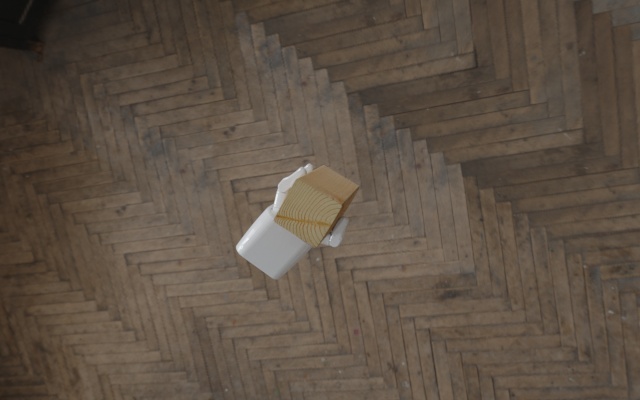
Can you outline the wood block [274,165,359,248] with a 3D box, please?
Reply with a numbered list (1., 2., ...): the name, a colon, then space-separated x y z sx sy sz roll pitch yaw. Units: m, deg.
1. wood block: 0.000 0.003 0.890 0.091 0.090 0.206 32 16 5
